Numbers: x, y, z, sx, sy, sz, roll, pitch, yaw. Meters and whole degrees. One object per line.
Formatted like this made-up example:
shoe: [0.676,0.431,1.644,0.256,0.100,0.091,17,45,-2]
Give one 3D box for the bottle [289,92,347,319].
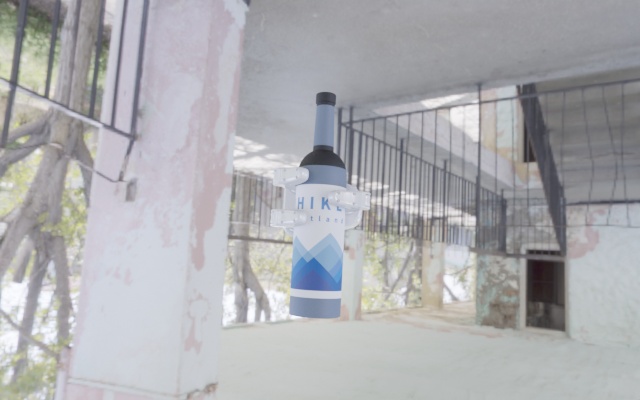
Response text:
bottle: [0.000,0.002,0.633,0.069,0.295,0.069,3,-7,0]
